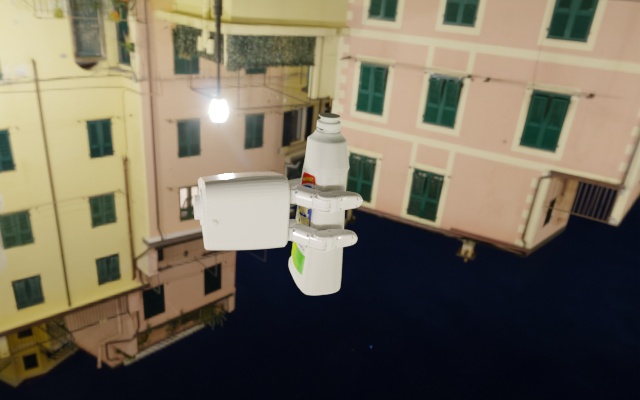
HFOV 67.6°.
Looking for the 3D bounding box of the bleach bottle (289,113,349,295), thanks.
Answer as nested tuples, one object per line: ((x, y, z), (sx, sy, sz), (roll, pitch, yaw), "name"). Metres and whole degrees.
((0.000, 0.002, 0.667), (0.068, 0.251, 0.102), (-3, 25, -17), "bleach bottle")
